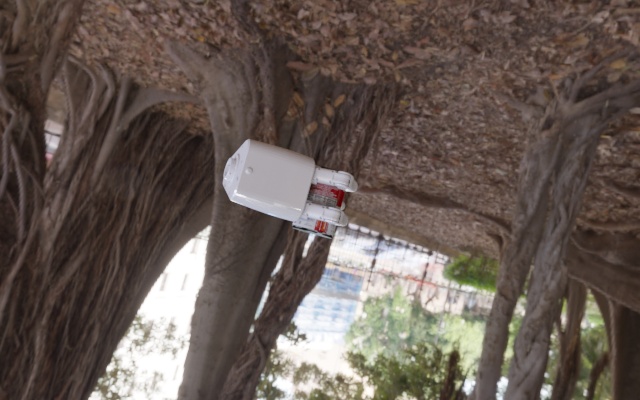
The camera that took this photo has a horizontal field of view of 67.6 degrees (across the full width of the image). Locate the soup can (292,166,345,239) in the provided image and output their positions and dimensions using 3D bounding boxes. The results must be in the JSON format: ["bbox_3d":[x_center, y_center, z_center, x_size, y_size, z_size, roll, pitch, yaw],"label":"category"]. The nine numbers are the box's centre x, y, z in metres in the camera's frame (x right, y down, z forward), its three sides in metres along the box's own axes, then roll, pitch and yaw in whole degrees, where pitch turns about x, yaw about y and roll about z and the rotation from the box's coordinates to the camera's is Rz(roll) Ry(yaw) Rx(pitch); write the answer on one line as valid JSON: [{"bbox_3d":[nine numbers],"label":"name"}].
[{"bbox_3d":[0.000,0.003,0.751,0.068,0.102,0.068,15,-6,2],"label":"soup can"}]
